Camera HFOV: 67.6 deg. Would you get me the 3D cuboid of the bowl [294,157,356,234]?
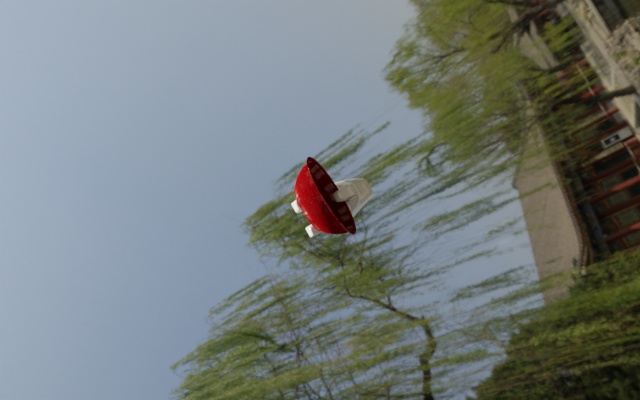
[{"bbox_3d":[-0.001,0.003,0.864,0.055,0.162,0.162,-31,-7,12],"label":"bowl"}]
